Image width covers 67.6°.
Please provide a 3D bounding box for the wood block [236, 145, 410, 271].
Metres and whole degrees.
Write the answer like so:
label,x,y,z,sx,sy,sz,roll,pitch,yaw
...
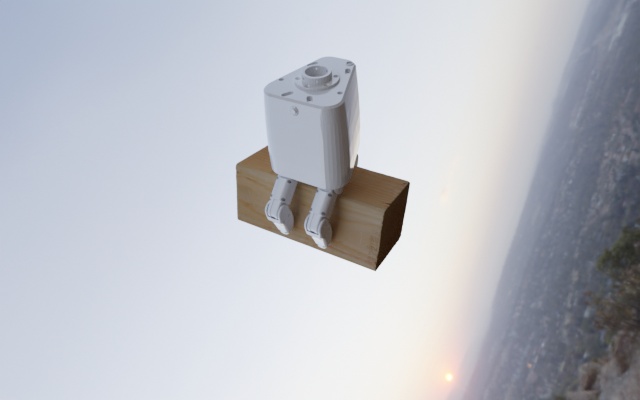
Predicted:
label,x,y,z,sx,sy,sz,roll,pitch,yaw
wood block,0.000,0.002,0.626,0.206,0.090,0.090,19,34,23
